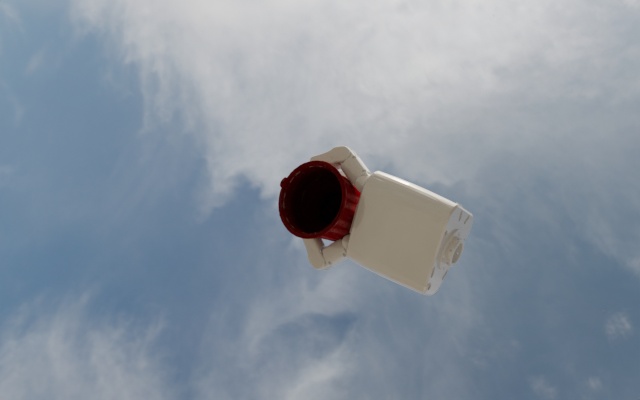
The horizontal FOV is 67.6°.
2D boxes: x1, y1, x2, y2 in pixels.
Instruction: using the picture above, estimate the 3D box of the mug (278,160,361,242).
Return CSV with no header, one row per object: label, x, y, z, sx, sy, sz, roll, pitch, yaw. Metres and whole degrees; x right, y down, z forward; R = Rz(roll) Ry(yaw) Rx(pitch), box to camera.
mug,-0.001,0.002,0.592,0.117,0.093,0.081,26,2,33
